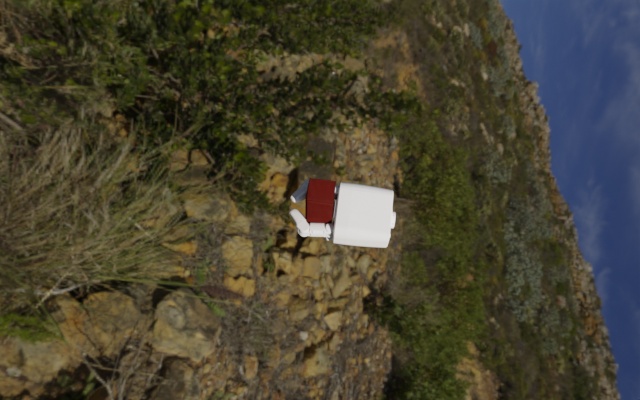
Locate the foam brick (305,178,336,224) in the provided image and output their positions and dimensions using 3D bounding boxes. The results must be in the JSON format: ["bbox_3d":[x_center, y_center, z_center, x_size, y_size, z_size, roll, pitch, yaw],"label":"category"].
[{"bbox_3d":[0.000,0.003,0.894,0.051,0.053,0.078,7,-34,3],"label":"foam brick"}]
